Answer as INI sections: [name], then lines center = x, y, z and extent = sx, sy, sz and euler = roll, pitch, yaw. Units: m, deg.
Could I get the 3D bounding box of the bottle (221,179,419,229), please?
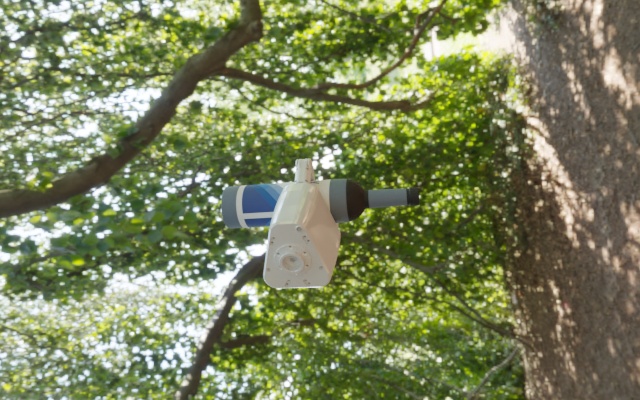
[bottle]
center = 0.000, 0.002, 0.728
extent = 0.296, 0.069, 0.069
euler = -3, -1, 10
